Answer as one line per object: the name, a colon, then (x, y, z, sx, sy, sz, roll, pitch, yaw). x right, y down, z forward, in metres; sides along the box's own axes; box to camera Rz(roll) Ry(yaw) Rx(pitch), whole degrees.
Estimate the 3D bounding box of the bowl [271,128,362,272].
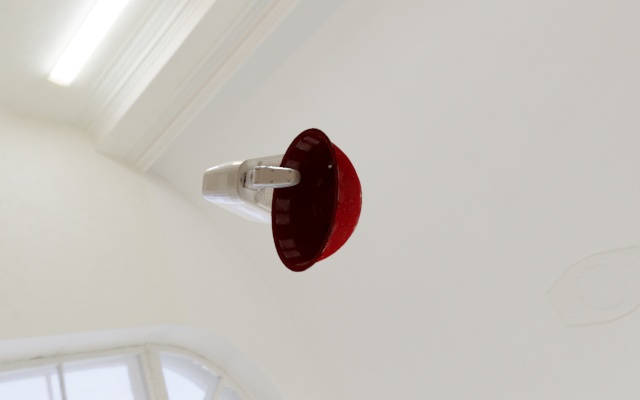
bowl: (0.001, 0.002, 0.544, 0.055, 0.162, 0.162, 8, -4, -28)
